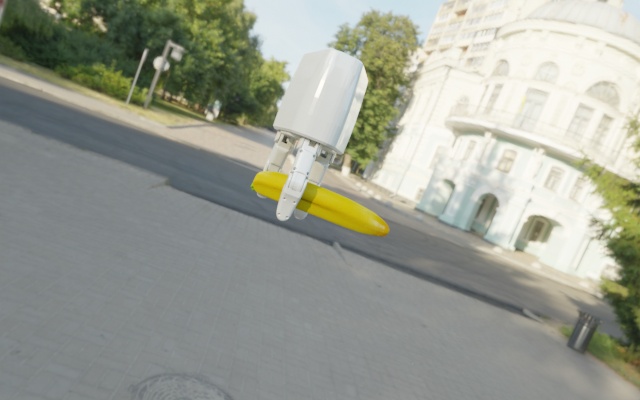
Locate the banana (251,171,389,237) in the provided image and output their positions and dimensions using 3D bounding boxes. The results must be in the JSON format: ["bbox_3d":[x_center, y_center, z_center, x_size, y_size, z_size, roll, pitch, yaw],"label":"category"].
[{"bbox_3d":[-0.007,-0.001,0.600,0.198,0.037,0.069,21,1,14],"label":"banana"}]
